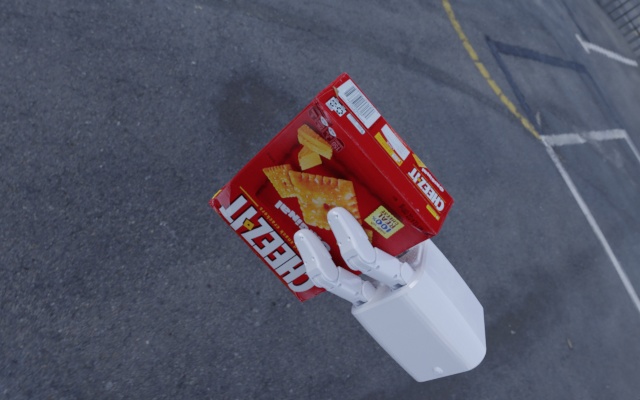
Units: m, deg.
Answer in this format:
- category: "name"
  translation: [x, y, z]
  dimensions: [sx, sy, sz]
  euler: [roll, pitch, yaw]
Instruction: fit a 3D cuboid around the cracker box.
- category: "cracker box"
  translation: [0.000, 0.001, 0.500]
  dimensions: [0.214, 0.164, 0.072]
  euler: [-36, 8, 42]
